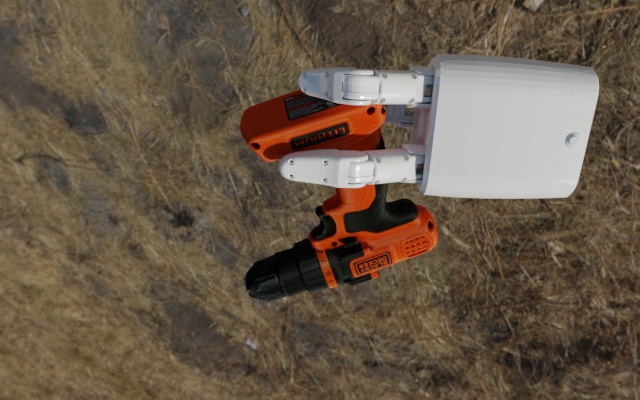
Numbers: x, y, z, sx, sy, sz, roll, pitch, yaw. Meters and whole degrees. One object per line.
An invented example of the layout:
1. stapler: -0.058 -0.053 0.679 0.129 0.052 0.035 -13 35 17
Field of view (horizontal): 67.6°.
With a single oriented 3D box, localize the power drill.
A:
1. power drill: 0.000 0.001 0.402 0.184 0.188 0.057 -20 41 0
